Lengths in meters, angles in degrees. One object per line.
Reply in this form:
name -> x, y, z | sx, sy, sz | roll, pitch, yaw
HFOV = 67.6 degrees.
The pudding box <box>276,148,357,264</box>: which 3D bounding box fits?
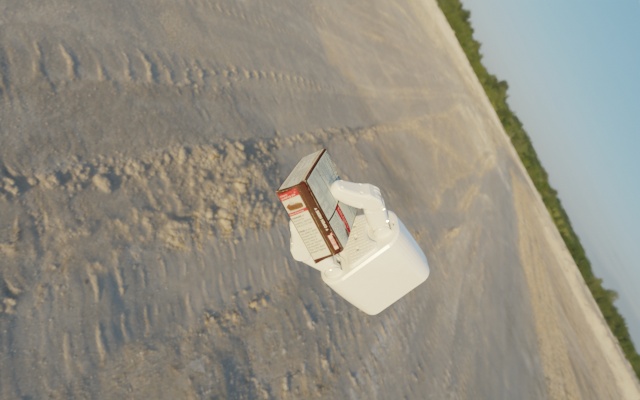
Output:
pudding box -> 0.000, 0.002, 0.529 | 0.039, 0.090, 0.113 | -24, 16, 19
